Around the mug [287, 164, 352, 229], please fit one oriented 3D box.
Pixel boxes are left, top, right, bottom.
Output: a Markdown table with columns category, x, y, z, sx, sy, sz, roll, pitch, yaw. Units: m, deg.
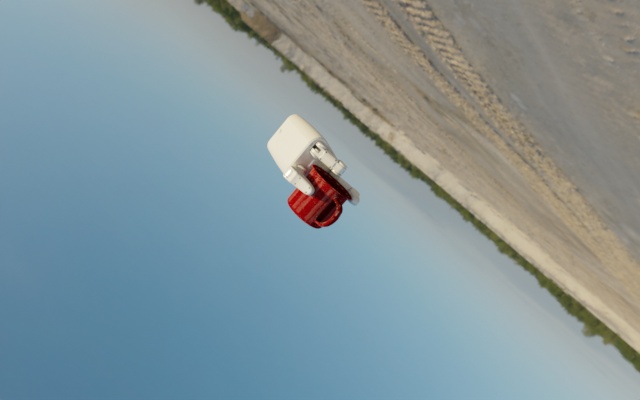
| category | x | y | z | sx | sy | sz | roll | pitch | yaw |
| --- | --- | --- | --- | --- | --- | --- | --- | --- | --- |
| mug | 0.001 | 0.004 | 0.844 | 0.093 | 0.081 | 0.117 | 31 | 16 | -42 |
